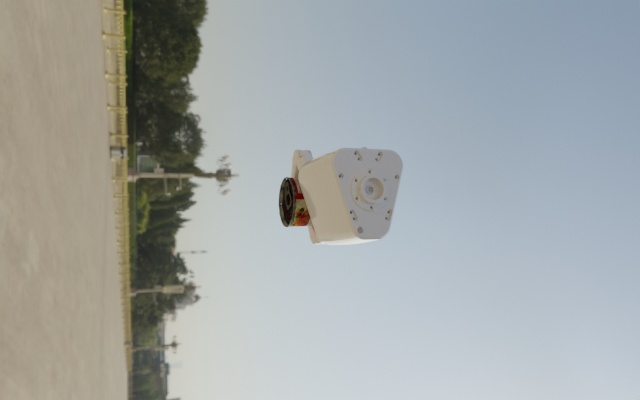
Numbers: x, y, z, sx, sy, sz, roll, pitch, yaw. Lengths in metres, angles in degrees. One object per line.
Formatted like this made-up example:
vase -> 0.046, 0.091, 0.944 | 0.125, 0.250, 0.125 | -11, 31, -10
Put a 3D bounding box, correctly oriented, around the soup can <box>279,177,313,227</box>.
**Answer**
soup can -> 0.000, 0.002, 0.664 | 0.102, 0.068, 0.068 | 0, 0, -21
